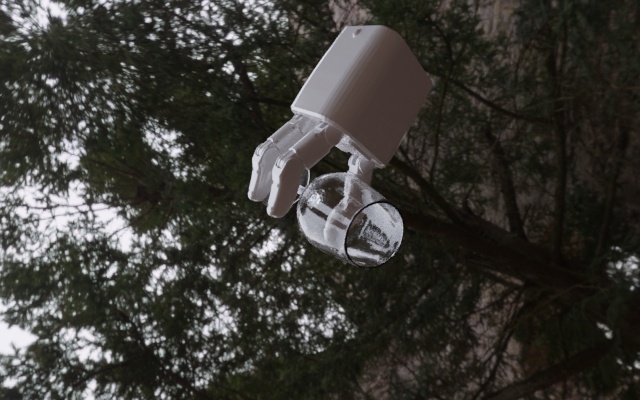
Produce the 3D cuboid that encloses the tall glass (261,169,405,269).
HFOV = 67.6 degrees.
[{"bbox_3d":[0.000,0.002,0.487,0.079,0.079,0.201,0,17,-29],"label":"tall glass"}]
